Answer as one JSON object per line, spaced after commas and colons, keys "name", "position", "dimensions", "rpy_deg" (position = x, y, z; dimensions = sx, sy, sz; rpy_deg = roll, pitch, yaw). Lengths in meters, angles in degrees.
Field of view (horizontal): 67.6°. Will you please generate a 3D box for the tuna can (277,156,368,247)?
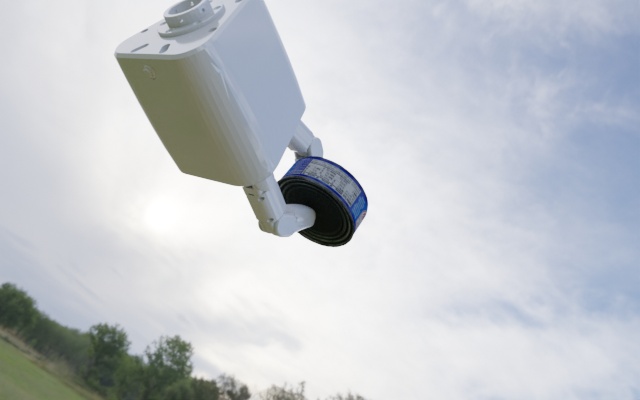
{"name": "tuna can", "position": [0.000, 0.001, 0.443], "dimensions": [0.086, 0.086, 0.033], "rpy_deg": [0, 41, 41]}
